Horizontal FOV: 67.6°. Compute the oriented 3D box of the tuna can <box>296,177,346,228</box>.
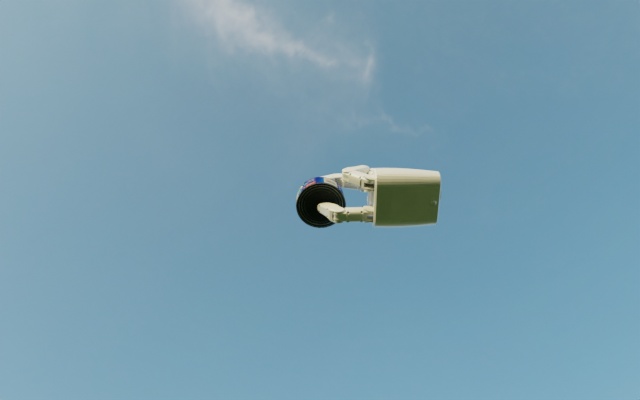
[{"bbox_3d":[0.000,0.002,0.833,0.086,0.086,0.033,0,25,-3],"label":"tuna can"}]
